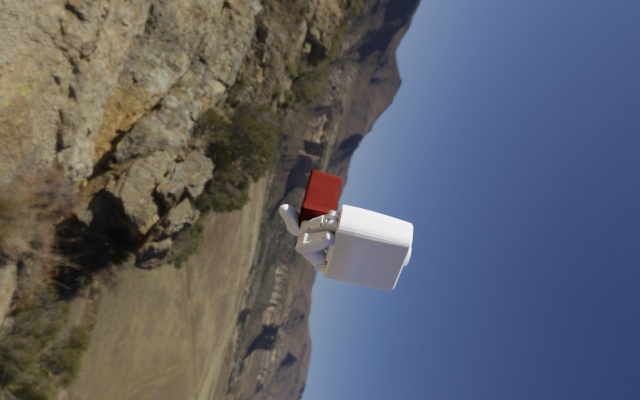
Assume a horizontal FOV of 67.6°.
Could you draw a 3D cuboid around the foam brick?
[{"bbox_3d":[0.000,0.002,0.730,0.051,0.078,0.053,13,-38,0],"label":"foam brick"}]
